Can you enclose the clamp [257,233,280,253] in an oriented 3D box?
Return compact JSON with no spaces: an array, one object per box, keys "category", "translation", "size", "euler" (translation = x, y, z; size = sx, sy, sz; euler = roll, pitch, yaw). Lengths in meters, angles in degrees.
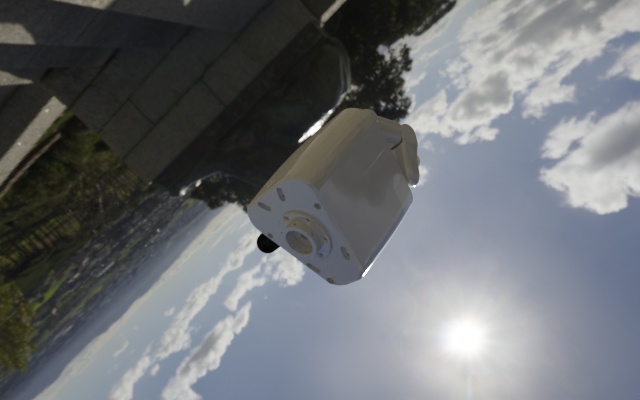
[{"category":"clamp","translation":[0.001,0.002,0.527],"size":[0.171,0.039,0.120],"euler":[-36,11,48]}]
